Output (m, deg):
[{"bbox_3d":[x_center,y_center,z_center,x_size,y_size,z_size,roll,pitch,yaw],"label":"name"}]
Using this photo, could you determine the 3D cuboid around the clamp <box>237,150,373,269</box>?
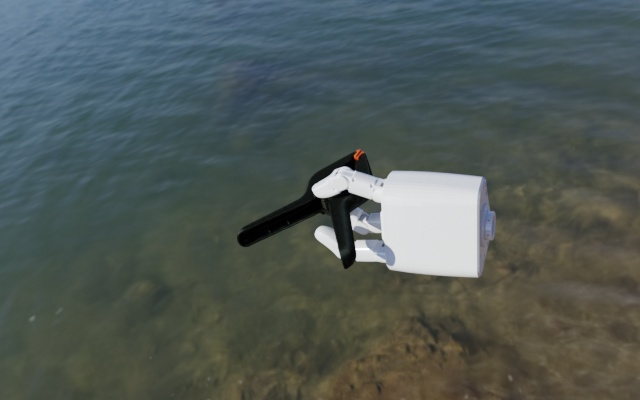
[{"bbox_3d":[0.000,0.001,0.615,0.164,0.036,0.210,3,39,27],"label":"clamp"}]
